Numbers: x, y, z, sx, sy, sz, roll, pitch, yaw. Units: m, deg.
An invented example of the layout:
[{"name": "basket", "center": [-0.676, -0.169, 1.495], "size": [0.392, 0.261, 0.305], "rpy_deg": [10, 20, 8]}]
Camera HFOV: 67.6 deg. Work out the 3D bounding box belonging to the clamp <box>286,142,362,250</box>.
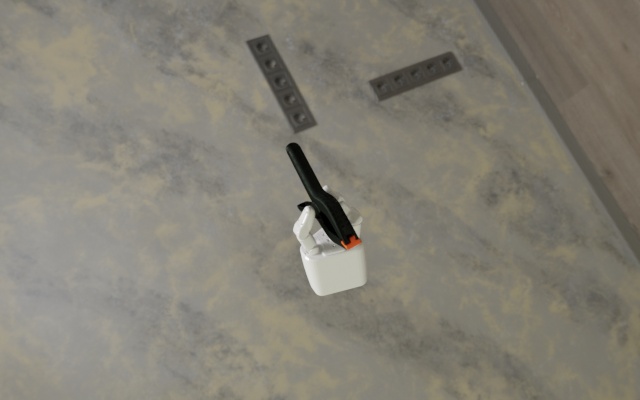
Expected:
[{"name": "clamp", "center": [0.000, 0.003, 0.820], "size": [0.036, 0.165, 0.210], "rpy_deg": [-27, 42, -16]}]
